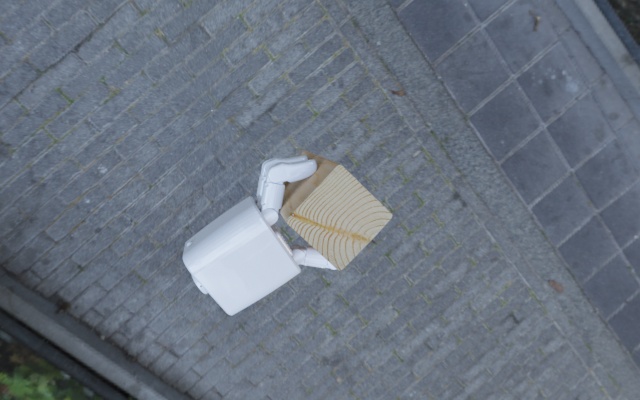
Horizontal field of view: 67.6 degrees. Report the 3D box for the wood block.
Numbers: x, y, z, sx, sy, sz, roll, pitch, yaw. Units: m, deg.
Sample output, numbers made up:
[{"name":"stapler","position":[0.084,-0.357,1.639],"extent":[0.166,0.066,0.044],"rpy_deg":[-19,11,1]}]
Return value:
[{"name":"wood block","position":[0.000,0.003,0.624],"extent":[0.091,0.090,0.206],"rpy_deg":[44,-1,-16]}]
